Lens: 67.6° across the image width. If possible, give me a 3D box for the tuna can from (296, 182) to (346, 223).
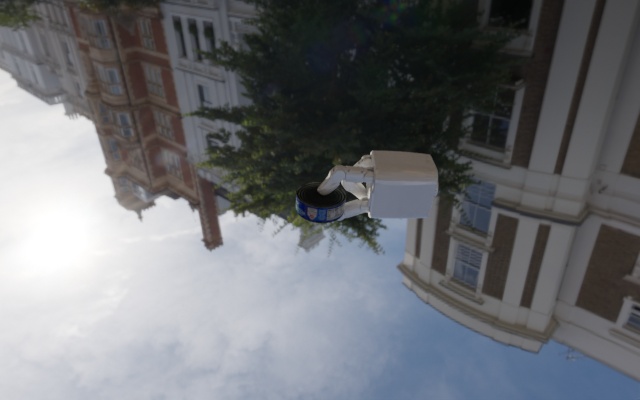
[{"bbox_3d":[0.000,0.003,0.817,0.086,0.034,0.086,3,31,-2],"label":"tuna can"}]
